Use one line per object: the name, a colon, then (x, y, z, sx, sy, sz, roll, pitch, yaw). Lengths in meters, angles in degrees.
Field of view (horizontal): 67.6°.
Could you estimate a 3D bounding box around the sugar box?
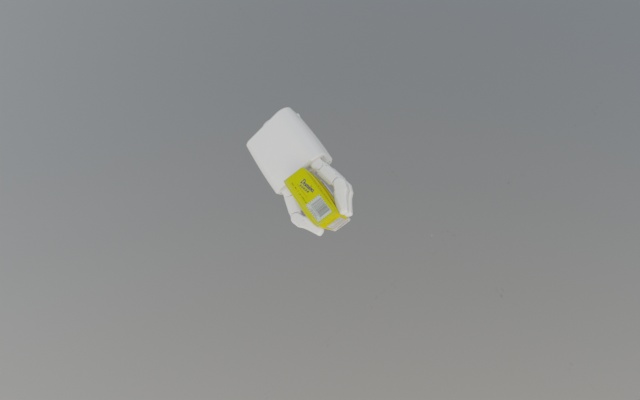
sugar box: (0.000, 0.002, 0.825, 0.048, 0.093, 0.176, -37, -11, 8)
